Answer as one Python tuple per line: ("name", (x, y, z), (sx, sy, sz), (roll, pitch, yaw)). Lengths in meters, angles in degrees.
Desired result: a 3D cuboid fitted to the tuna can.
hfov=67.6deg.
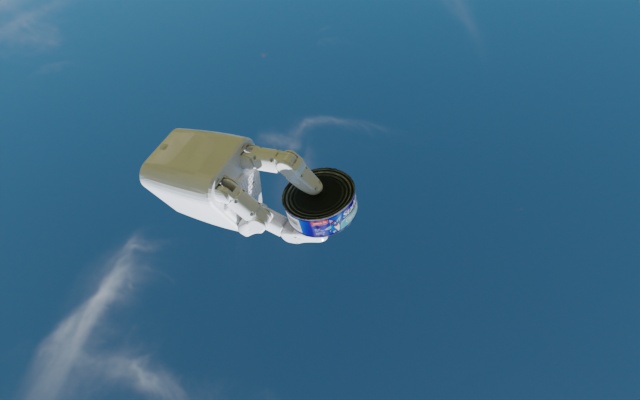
("tuna can", (0.000, 0.002, 0.558), (0.086, 0.034, 0.086), (-8, 44, 7))
